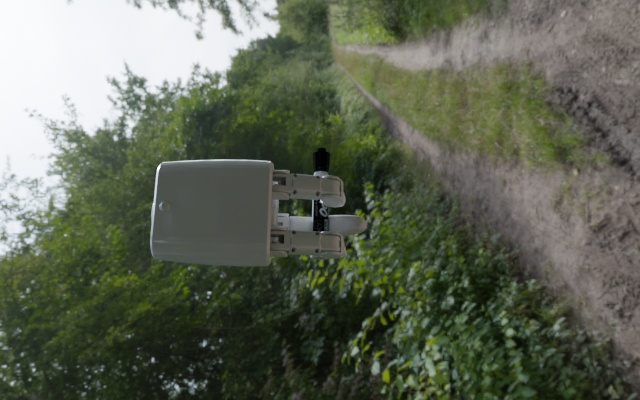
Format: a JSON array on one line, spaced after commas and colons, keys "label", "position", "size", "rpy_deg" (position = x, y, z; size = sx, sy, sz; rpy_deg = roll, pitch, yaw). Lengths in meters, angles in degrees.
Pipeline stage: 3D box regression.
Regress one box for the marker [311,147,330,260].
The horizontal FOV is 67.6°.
[{"label": "marker", "position": [0.000, 0.002, 0.508], "size": [0.020, 0.121, 0.020], "rpy_deg": [1, -14, 0]}]
